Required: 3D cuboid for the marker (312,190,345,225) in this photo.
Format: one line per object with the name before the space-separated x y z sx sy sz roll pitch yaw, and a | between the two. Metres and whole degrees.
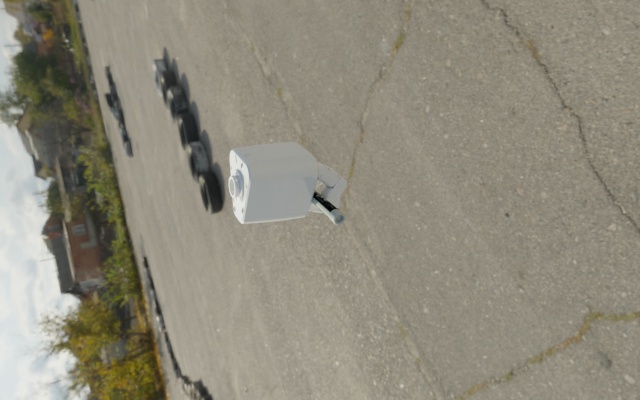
marker | 0.000 0.002 0.721 0.020 0.020 0.121 0 24 -30
